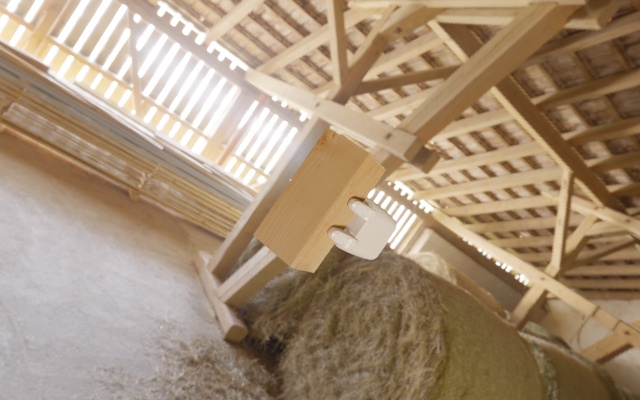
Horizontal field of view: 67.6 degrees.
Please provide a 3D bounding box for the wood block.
[{"bbox_3d":[0.000,0.002,0.761,0.090,0.206,0.090,36,3,27],"label":"wood block"}]
